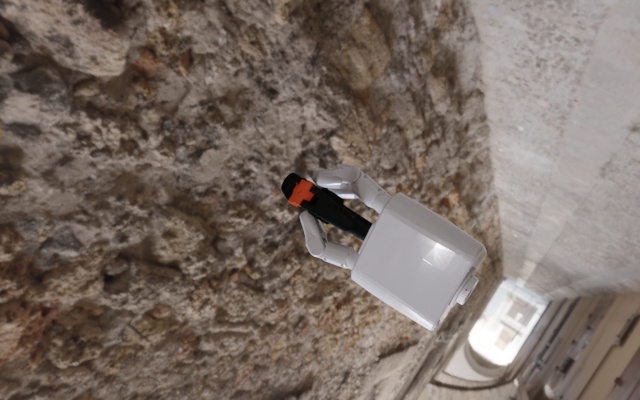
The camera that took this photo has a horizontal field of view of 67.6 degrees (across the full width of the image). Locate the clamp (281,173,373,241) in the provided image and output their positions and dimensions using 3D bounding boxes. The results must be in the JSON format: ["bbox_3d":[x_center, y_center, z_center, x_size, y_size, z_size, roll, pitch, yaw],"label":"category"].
[{"bbox_3d":[0.000,0.003,0.569,0.164,0.036,0.210,33,1,24],"label":"clamp"}]
